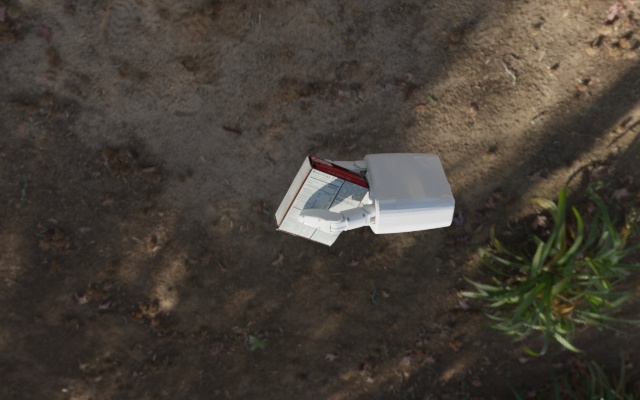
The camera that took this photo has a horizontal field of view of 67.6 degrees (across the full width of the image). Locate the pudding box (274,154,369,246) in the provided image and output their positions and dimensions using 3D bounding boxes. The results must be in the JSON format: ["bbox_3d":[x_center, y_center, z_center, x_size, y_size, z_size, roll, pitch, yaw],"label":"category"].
[{"bbox_3d":[0.000,0.002,0.654,0.090,0.113,0.039,20,28,-21],"label":"pudding box"}]
